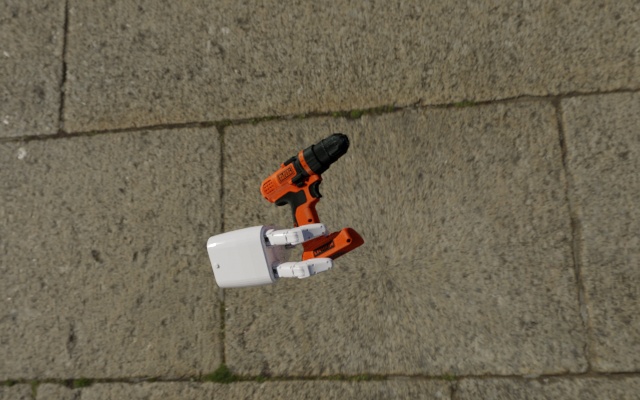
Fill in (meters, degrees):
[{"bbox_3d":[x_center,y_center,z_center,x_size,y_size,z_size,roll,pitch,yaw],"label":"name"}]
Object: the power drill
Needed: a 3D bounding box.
[{"bbox_3d":[0.000,0.003,0.795,0.184,0.187,0.057,-33,-21,27],"label":"power drill"}]
